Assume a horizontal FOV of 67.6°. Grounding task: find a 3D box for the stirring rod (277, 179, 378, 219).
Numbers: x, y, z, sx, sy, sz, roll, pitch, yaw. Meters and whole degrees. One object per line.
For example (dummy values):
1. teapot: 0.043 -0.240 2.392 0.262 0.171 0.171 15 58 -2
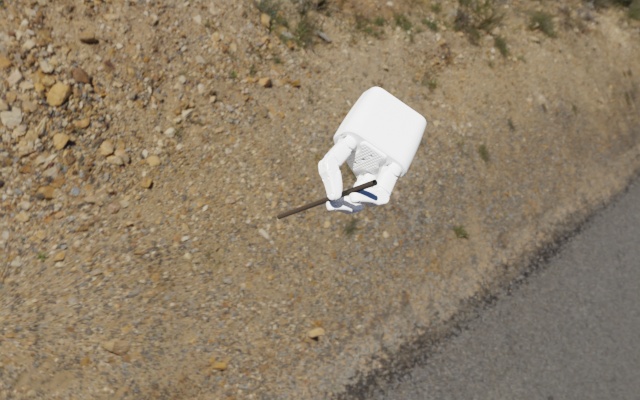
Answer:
1. stirring rod: 0.000 0.002 0.699 0.011 0.011 0.239 0 -12 -36
